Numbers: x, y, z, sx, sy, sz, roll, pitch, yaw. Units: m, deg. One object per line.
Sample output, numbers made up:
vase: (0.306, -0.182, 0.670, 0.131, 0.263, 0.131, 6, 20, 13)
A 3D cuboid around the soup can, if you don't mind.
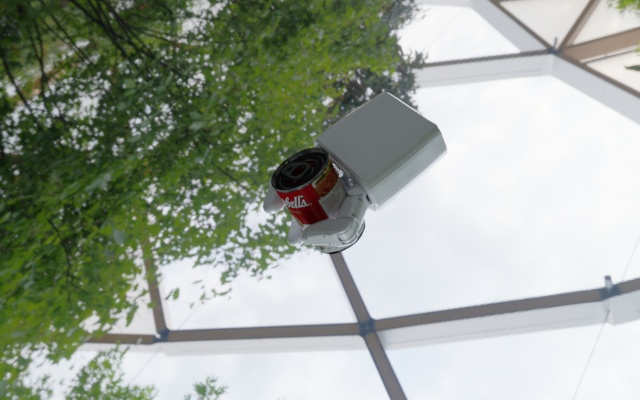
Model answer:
soup can: (0.000, 0.002, 0.526, 0.068, 0.102, 0.068, -21, 35, 16)
